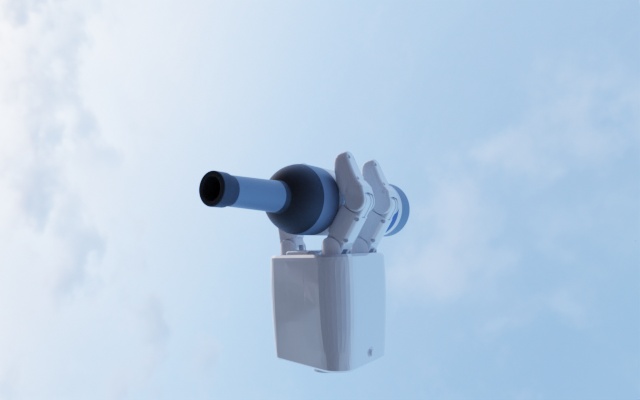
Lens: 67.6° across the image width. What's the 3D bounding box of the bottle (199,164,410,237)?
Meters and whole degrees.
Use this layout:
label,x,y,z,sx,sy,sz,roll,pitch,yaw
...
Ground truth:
label,x,y,z,sx,sy,sz,roll,pitch,yaw
bottle,0.000,0.001,0.474,0.069,0.069,0.296,0,-4,33
